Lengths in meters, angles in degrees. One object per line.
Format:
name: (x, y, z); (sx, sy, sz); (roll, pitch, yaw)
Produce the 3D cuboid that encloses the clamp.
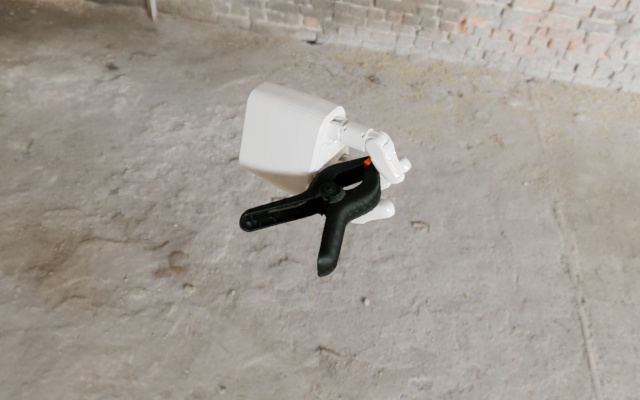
clamp: (0.000, 0.001, 0.508); (0.120, 0.039, 0.171); (24, 46, 22)
